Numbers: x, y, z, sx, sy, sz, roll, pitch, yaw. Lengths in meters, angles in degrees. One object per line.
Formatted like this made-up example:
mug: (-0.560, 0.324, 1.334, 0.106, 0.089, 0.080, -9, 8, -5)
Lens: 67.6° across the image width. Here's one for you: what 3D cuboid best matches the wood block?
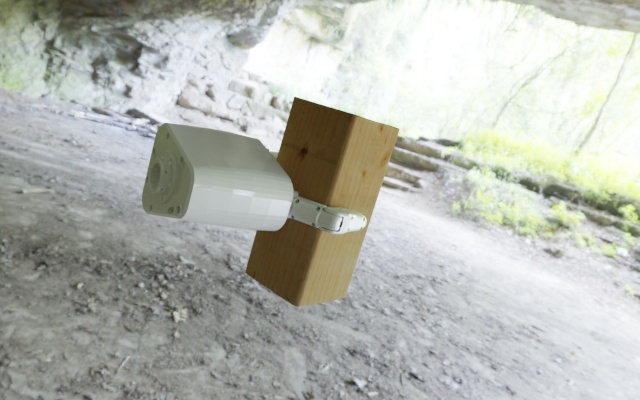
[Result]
wood block: (0.000, 0.002, 0.535, 0.091, 0.206, 0.090, 25, 13, 37)
